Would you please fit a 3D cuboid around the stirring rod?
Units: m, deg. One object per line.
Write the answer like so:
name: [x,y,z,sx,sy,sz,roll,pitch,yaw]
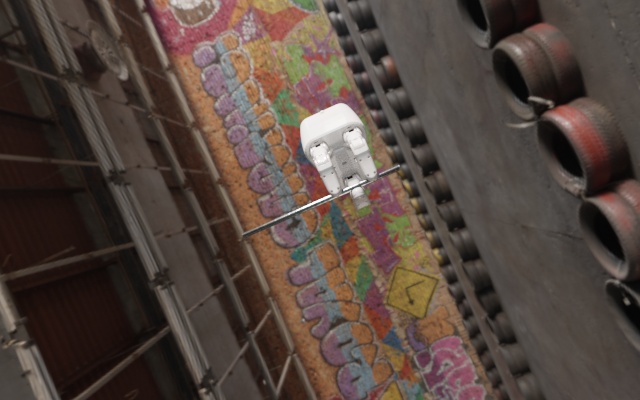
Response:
stirring rod: [0.000,0.002,0.671,0.239,0.011,0.011,-24,-2,4]
